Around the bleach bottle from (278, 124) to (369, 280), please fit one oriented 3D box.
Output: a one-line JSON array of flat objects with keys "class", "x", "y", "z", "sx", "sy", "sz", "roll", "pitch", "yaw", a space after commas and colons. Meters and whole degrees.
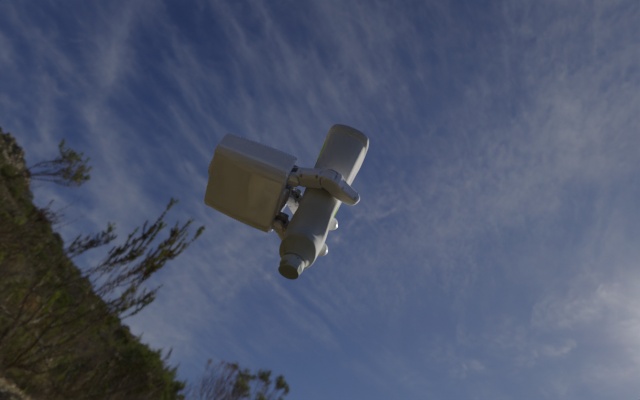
[{"class": "bleach bottle", "x": 0.000, "y": 0.002, "z": 0.679, "sx": 0.068, "sy": 0.250, "sz": 0.103, "roll": 22, "pitch": -43, "yaw": 3}]
